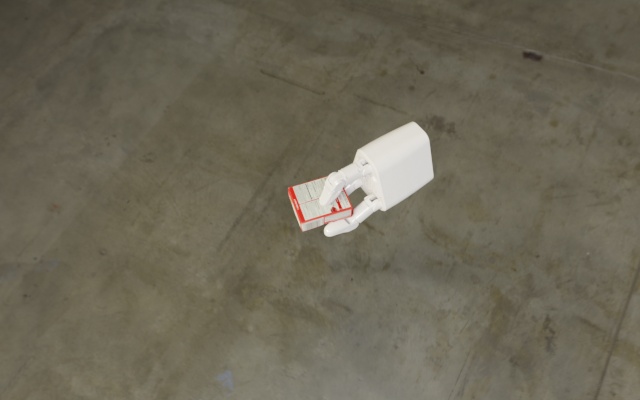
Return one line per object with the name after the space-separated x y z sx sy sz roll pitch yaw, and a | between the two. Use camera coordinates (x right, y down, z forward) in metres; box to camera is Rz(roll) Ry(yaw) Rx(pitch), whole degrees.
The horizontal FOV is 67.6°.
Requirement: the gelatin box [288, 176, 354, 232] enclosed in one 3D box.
0.000 0.002 0.772 0.089 0.073 0.030 -17 -32 -9 | gelatin box
